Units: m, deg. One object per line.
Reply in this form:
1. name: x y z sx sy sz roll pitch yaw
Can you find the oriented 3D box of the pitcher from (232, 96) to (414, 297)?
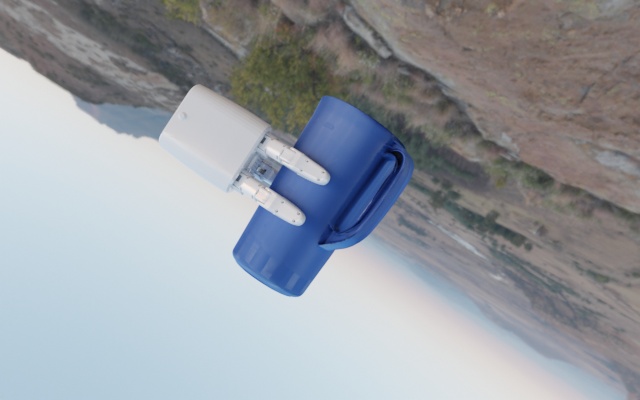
1. pitcher: 0.000 0.002 0.611 0.145 0.243 0.149 33 -2 0
